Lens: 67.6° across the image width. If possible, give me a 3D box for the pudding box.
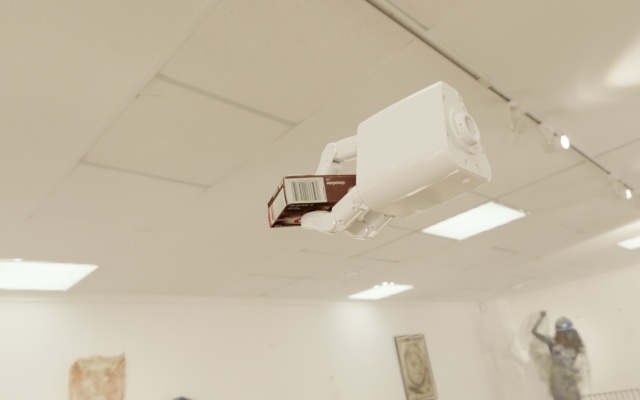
[{"bbox_3d":[0.000,0.002,0.578,0.113,0.039,0.090,0,-21,-19],"label":"pudding box"}]
